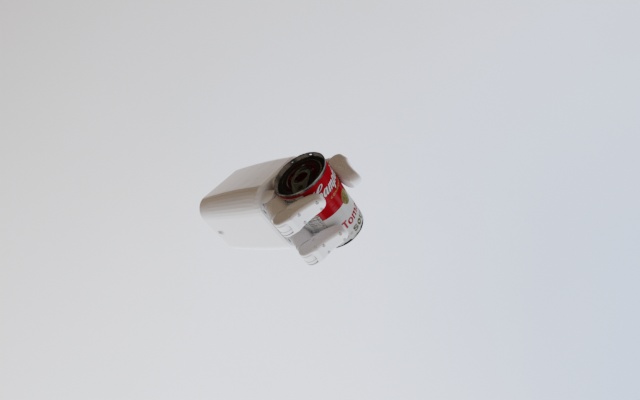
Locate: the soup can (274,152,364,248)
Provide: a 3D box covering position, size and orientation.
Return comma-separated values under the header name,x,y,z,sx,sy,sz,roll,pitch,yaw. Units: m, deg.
name,x,y,z,sx,sy,sz,roll,pitch,yaw
soup can,0.001,0.002,0.567,0.068,0.068,0.102,0,-41,40
